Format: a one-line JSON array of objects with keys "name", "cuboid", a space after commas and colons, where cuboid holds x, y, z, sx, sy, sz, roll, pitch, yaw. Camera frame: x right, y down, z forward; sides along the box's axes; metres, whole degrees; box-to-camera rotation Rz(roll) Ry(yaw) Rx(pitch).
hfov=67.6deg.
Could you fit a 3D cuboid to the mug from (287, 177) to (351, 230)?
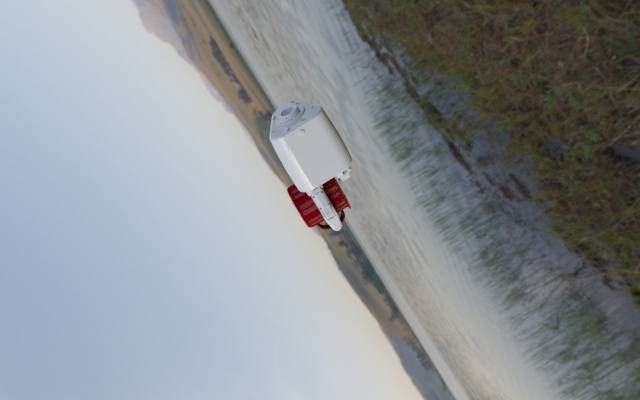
[{"name": "mug", "cuboid": [0.001, 0.004, 0.833, 0.081, 0.117, 0.093, -30, 32, 0]}]
